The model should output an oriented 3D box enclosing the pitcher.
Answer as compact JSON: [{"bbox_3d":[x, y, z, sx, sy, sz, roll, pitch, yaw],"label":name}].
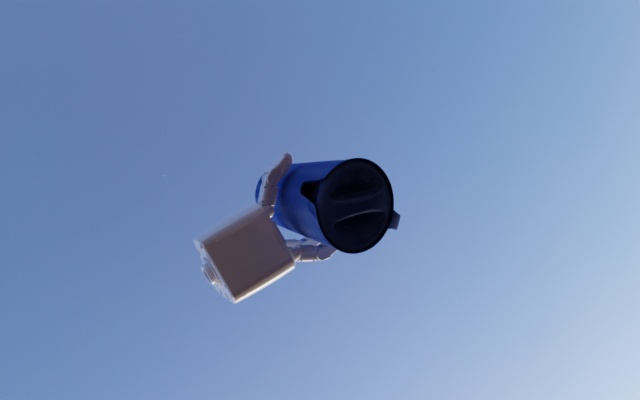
[{"bbox_3d":[0.000,0.003,0.760,0.145,0.149,0.243,-33,21,-24],"label":"pitcher"}]
